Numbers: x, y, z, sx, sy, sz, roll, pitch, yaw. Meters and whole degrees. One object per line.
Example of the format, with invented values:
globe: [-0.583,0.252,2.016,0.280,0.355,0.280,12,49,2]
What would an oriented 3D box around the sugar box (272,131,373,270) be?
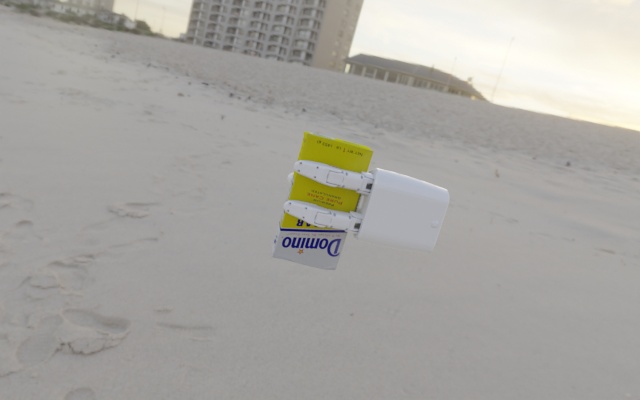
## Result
sugar box: [0.000,0.002,0.649,0.093,0.176,0.048,14,11,-9]
